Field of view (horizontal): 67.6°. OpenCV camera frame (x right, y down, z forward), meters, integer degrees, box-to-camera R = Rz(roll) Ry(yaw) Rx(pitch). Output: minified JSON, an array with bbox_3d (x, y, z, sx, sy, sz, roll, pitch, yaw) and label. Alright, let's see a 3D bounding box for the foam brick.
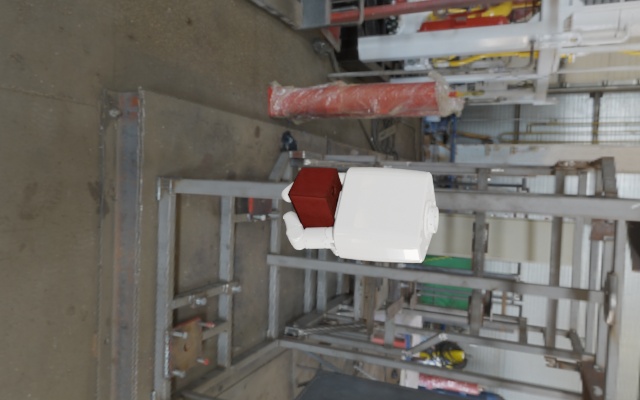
[{"bbox_3d":[0.000,0.002,0.614,0.051,0.053,0.078,3,-42,24],"label":"foam brick"}]
